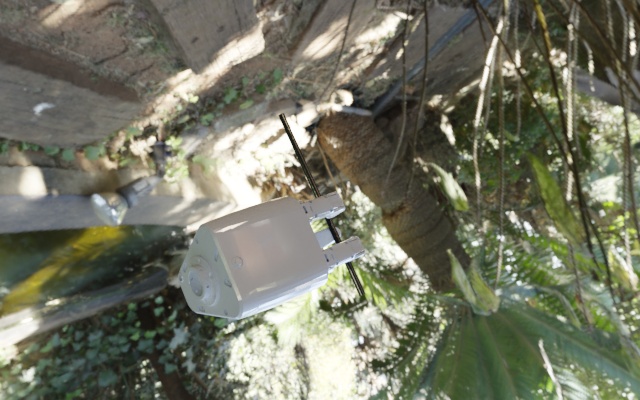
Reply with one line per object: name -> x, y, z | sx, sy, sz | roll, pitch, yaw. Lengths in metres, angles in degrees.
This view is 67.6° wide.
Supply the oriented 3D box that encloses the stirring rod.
stirring rod -> 0.000, 0.002, 0.577 | 0.011, 0.239, 0.011 | -24, -8, -4
